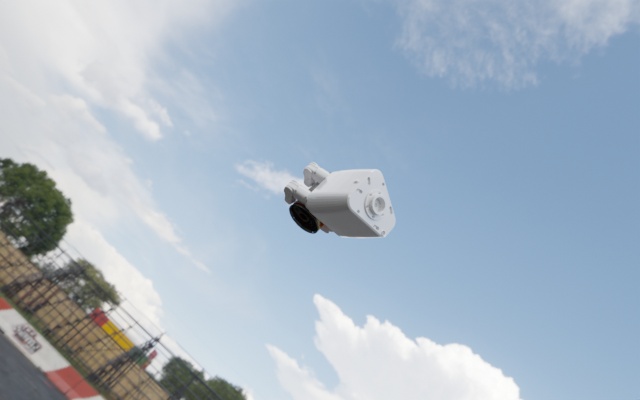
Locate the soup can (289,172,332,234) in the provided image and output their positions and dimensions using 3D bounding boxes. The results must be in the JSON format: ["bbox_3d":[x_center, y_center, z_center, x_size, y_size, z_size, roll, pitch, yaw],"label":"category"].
[{"bbox_3d":[0.000,0.003,0.882,0.068,0.068,0.102,0,38,52],"label":"soup can"}]
